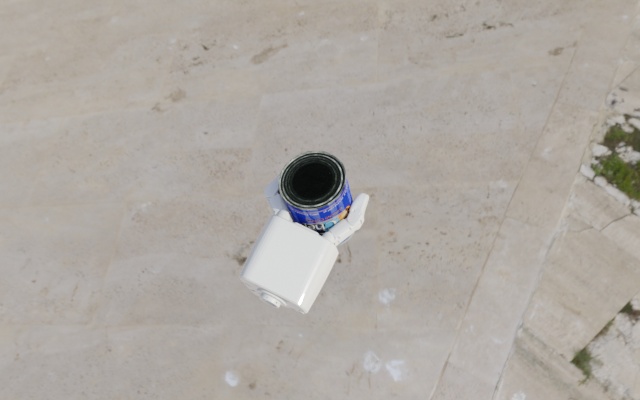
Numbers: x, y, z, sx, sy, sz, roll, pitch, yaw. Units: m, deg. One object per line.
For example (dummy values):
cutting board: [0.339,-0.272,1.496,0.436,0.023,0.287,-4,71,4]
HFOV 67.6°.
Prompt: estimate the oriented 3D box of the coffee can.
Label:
coffee can: [0.000,0.002,0.757,0.103,0.102,0.140,0,-29,12]
